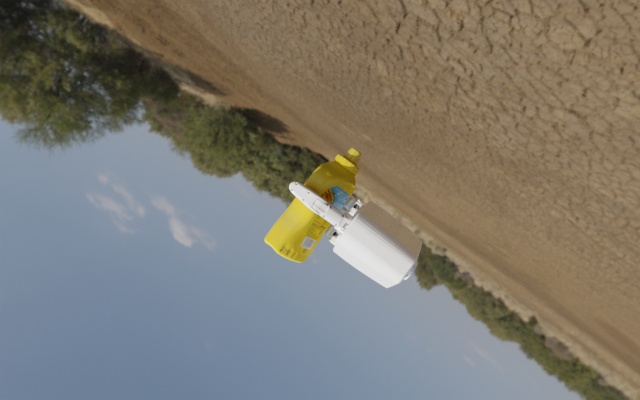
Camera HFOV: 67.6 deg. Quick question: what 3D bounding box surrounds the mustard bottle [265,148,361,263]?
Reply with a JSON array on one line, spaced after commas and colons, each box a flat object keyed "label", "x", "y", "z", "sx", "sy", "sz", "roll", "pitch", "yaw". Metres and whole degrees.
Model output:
[{"label": "mustard bottle", "x": 0.000, "y": 0.002, "z": 0.728, "sx": 0.058, "sy": 0.191, "sz": 0.096, "roll": 38, "pitch": 3, "yaw": 30}]
